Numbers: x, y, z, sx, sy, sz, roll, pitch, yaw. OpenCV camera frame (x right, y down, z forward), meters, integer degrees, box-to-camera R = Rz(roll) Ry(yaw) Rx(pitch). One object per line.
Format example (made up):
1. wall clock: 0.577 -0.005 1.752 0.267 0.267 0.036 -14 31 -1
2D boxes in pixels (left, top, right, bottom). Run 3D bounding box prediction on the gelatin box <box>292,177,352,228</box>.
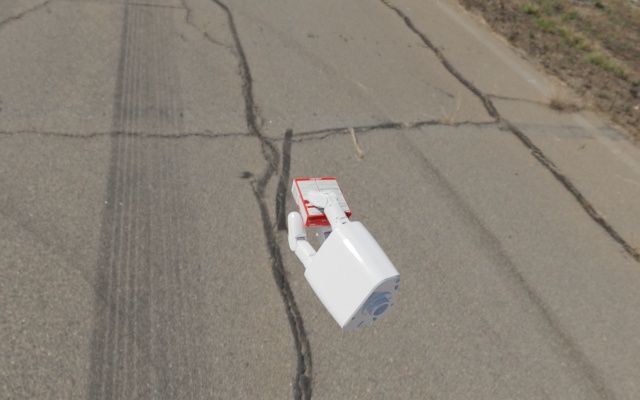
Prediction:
1. gelatin box: 0.000 0.002 0.768 0.073 0.030 0.089 -4 46 -21
